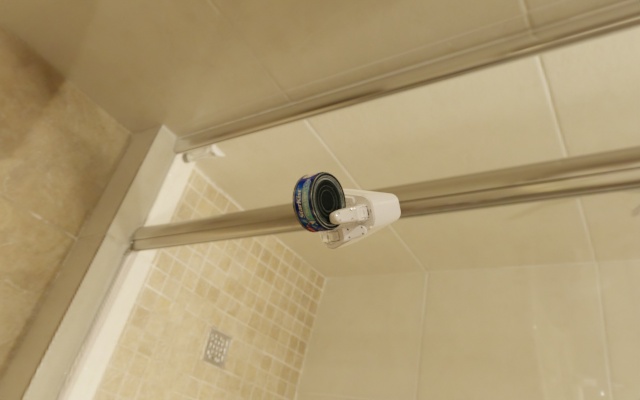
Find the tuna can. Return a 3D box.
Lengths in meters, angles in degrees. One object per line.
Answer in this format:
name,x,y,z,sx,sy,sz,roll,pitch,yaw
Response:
tuna can,0.001,0.002,0.691,0.034,0.086,0.086,-9,-6,37
